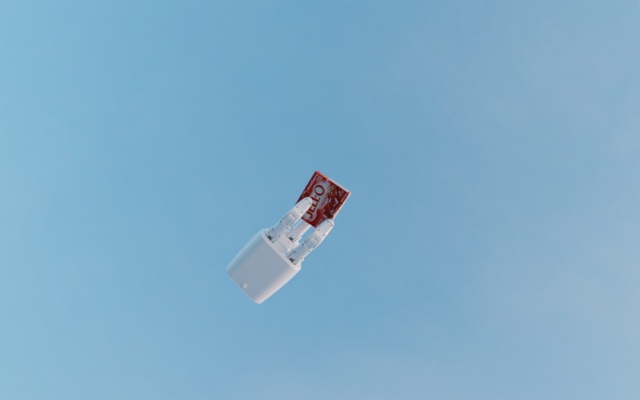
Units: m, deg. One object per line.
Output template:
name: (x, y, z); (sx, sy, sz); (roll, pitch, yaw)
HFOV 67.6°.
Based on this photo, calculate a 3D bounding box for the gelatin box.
gelatin box: (0.000, 0.002, 0.854); (0.073, 0.089, 0.030); (34, 11, 6)
